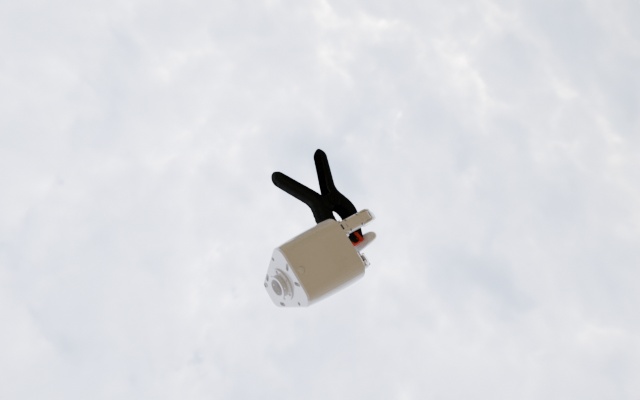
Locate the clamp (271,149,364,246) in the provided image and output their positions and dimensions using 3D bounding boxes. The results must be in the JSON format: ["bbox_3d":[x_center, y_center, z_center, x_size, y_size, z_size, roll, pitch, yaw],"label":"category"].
[{"bbox_3d":[0.000,0.003,0.748,0.120,0.171,0.039,-24,-14,-35],"label":"clamp"}]
